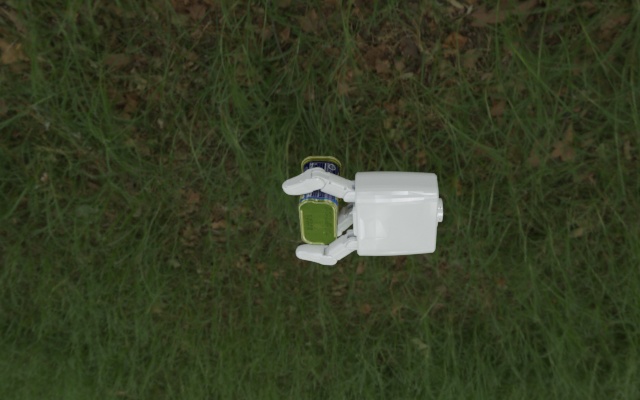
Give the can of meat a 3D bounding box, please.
[{"bbox_3d":[0.000,0.002,0.679,0.057,0.083,0.102,1,-41,4],"label":"can of meat"}]
